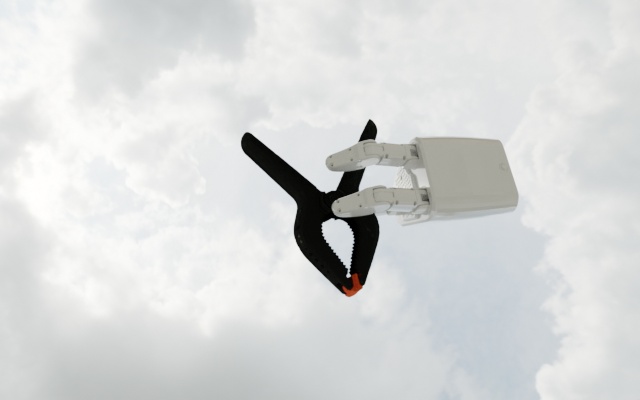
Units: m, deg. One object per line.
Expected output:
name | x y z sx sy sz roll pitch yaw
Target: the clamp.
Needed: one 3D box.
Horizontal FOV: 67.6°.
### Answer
clamp | 0.000 0.003 0.526 0.164 0.210 0.036 -3 -23 -13
